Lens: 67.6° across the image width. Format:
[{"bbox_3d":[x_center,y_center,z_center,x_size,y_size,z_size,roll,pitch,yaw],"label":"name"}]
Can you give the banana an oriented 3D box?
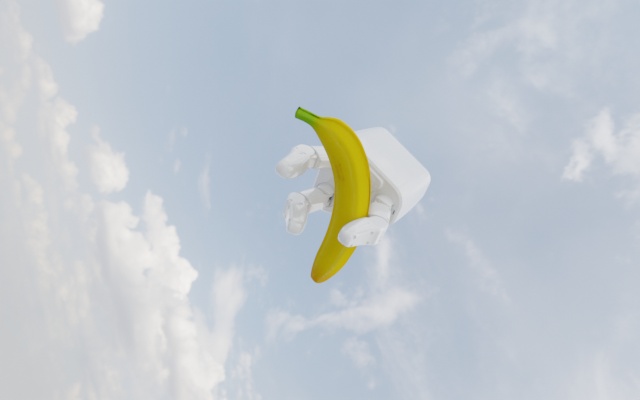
[{"bbox_3d":[0.018,-0.001,0.493,0.069,0.198,0.037,1,23,12],"label":"banana"}]
